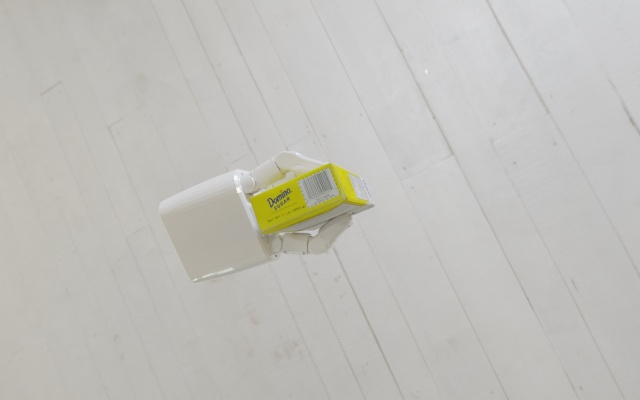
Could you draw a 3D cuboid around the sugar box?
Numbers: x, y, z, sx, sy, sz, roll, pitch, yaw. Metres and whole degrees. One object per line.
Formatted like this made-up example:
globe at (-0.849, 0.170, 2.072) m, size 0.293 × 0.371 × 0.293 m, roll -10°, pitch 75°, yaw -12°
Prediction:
sugar box at (0.000, 0.001, 0.536) m, size 0.093 × 0.048 × 0.176 m, roll -22°, pitch -5°, yaw 13°
